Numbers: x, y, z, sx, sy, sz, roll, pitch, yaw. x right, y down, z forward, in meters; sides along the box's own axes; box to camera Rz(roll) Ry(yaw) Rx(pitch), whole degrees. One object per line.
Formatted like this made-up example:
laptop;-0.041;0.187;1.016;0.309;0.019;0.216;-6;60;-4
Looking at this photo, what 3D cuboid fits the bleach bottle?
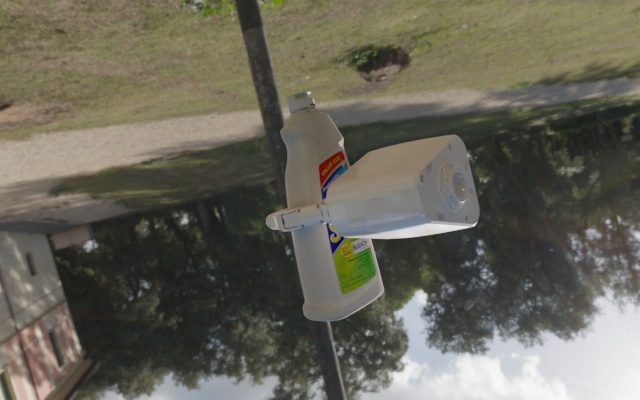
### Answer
bleach bottle;0.000;0.002;0.551;0.068;0.251;0.102;-10;6;46
